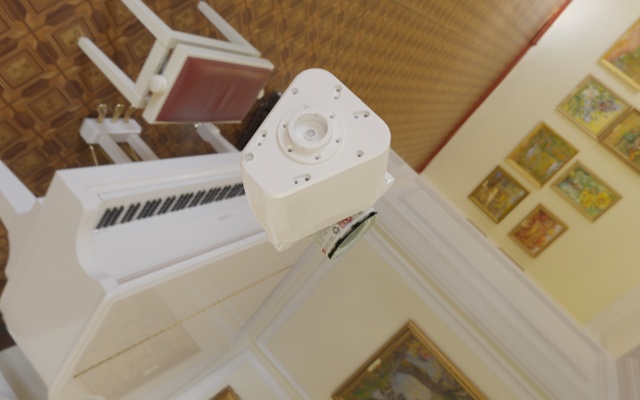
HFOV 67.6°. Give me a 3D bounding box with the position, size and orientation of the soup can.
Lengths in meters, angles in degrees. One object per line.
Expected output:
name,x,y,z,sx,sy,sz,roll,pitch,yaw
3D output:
soup can,0.000,0.002,0.484,0.102,0.068,0.068,46,15,15
